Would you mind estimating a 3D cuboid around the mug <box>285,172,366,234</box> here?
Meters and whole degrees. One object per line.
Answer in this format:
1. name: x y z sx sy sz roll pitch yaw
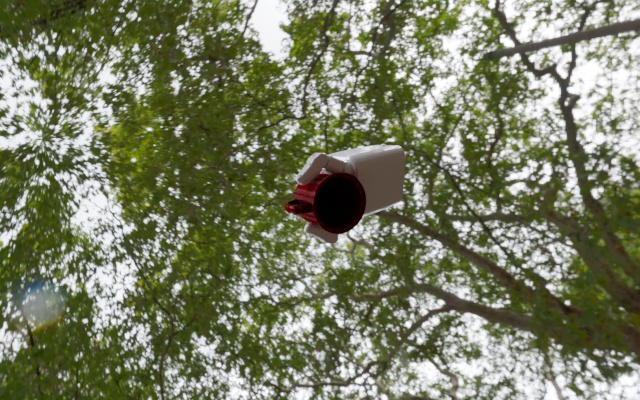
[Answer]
1. mug: -0.001 0.003 0.738 0.117 0.093 0.081 -15 14 -27
